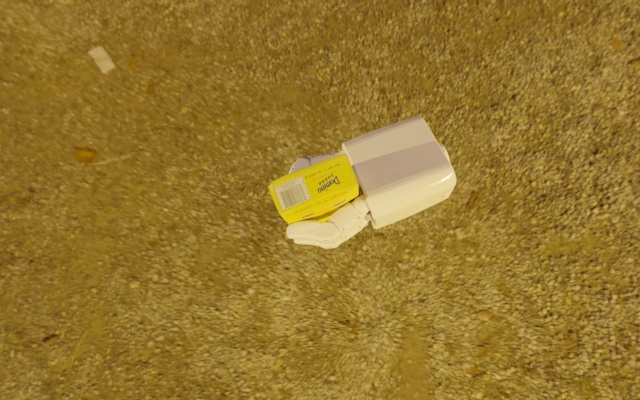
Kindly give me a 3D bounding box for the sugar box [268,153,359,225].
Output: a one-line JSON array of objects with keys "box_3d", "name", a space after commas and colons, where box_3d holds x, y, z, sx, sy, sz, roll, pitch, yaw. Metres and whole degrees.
[{"box_3d": [0.000, 0.002, 0.596, 0.093, 0.048, 0.176, -21, -16, 1], "name": "sugar box"}]
